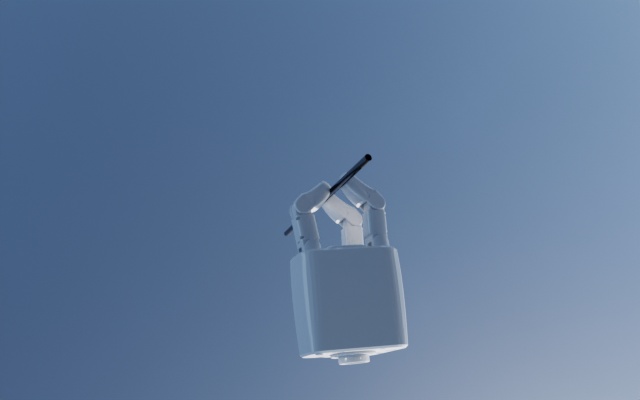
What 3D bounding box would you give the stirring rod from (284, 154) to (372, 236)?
[{"bbox_3d":[0.000,0.002,0.586,0.011,0.011,0.240,0,-22,-26],"label":"stirring rod"}]
